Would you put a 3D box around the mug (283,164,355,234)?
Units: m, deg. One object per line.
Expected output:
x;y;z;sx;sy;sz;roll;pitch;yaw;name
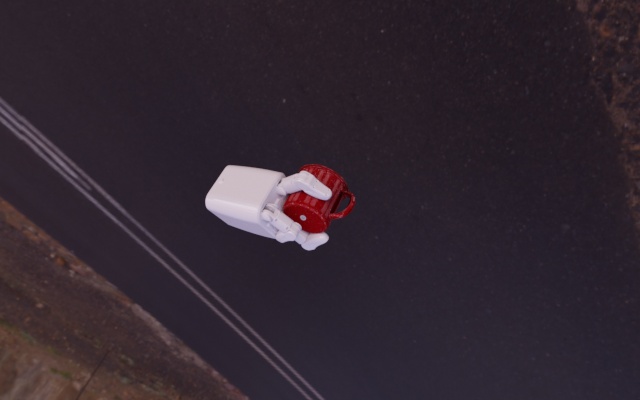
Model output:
0.001;0.003;0.787;0.117;0.081;0.093;11;-36;24;mug
